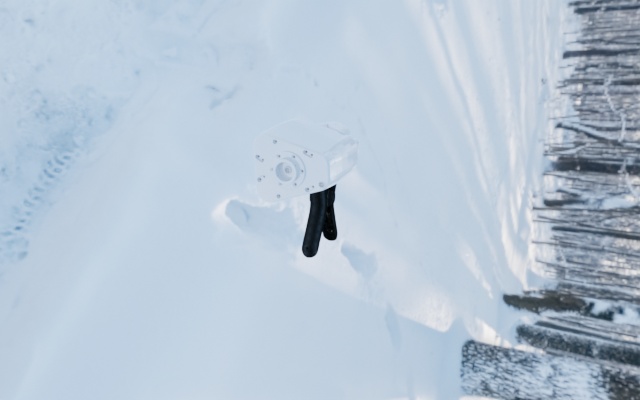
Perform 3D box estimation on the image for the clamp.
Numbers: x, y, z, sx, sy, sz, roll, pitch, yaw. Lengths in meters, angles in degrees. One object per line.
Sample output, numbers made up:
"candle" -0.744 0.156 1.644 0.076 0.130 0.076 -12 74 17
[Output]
"clamp" 0.001 0.002 0.734 0.039 0.171 0.120 2 19 14
